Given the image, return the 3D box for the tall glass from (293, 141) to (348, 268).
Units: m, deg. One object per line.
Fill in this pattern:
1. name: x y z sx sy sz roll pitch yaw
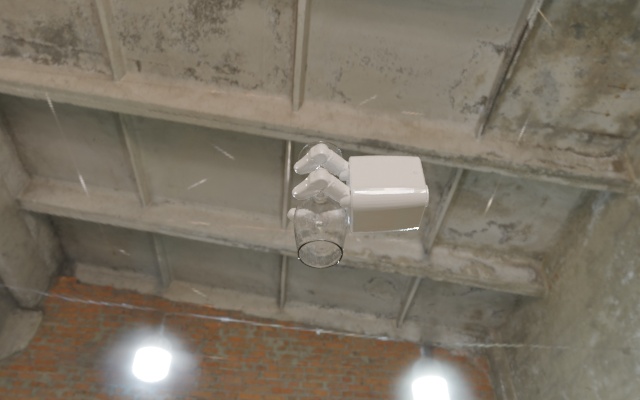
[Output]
1. tall glass: 0.000 0.002 0.712 0.079 0.200 0.079 0 -45 0
